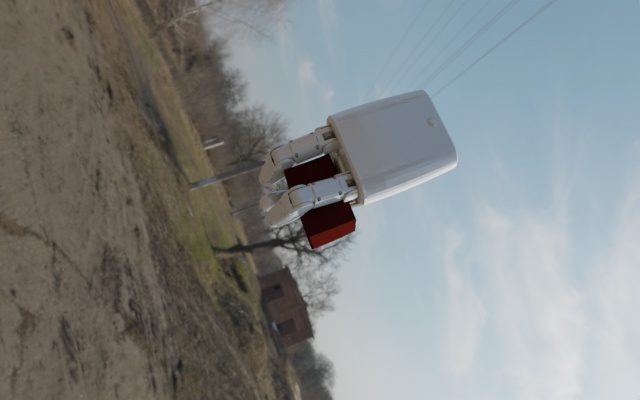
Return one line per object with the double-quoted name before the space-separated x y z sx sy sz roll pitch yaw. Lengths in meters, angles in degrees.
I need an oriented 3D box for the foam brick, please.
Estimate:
"foam brick" 0.000 0.002 0.496 0.051 0.078 0.053 -20 -17 -4
